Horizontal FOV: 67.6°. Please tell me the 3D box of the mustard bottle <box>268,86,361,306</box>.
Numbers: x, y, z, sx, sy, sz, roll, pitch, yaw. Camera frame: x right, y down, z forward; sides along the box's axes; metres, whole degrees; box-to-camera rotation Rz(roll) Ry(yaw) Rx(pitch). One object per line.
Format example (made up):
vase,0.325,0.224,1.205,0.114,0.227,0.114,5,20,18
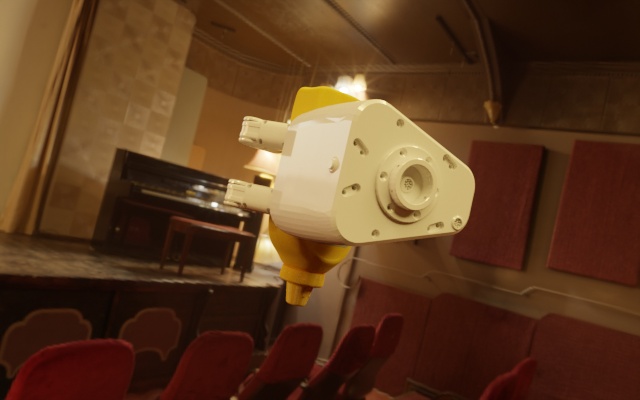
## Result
mustard bottle,0.000,0.001,0.439,0.058,0.191,0.096,11,-4,41
